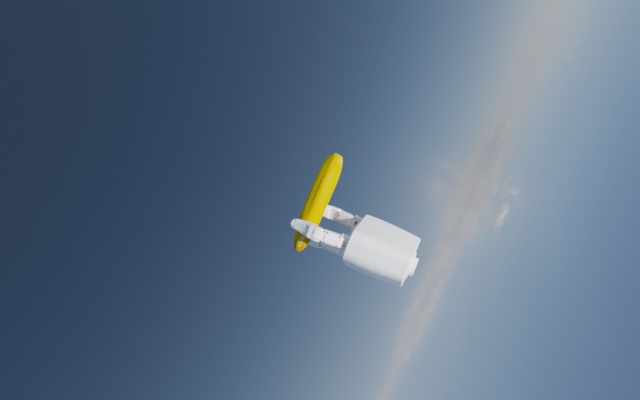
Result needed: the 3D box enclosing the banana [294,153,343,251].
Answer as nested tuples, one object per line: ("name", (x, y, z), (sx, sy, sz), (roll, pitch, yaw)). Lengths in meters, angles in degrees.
("banana", (0.000, -0.007, 0.827), (0.037, 0.197, 0.070), (20, -18, 11))
